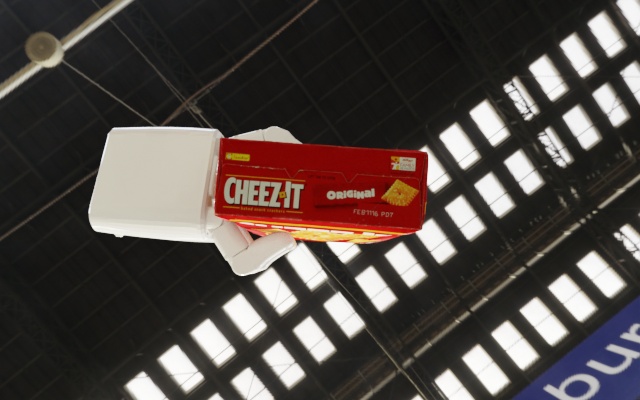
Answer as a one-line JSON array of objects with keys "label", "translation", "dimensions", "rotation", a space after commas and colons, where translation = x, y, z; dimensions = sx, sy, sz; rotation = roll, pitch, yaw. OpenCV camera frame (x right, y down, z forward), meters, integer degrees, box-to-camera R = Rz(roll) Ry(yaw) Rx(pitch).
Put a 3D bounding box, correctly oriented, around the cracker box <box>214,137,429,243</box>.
[{"label": "cracker box", "translation": [0.000, 0.001, 0.468], "dimensions": [0.164, 0.072, 0.214], "rotation": [4, -7, 0]}]
